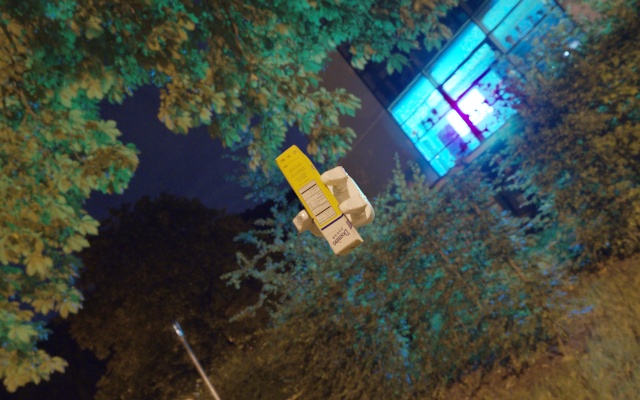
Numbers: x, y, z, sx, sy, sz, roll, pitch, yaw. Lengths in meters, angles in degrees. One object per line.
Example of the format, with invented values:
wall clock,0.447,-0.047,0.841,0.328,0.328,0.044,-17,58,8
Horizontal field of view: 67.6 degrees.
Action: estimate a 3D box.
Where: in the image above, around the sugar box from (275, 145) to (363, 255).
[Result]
sugar box,0.001,0.002,0.752,0.048,0.176,0.093,-37,-12,5
